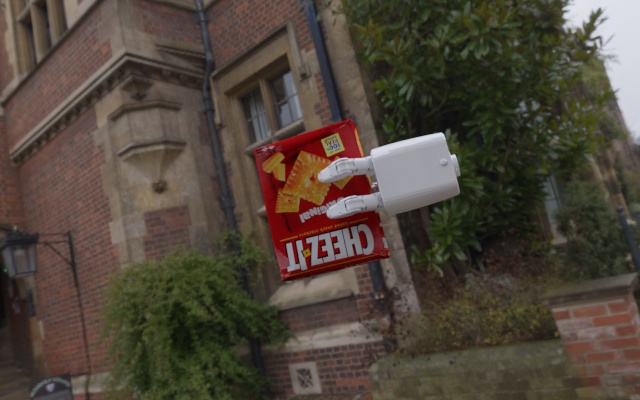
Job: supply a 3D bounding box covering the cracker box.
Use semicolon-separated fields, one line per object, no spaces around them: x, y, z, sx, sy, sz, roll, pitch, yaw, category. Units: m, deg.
0.000;0.002;0.735;0.164;0.213;0.072;-15;-10;11;cracker box
